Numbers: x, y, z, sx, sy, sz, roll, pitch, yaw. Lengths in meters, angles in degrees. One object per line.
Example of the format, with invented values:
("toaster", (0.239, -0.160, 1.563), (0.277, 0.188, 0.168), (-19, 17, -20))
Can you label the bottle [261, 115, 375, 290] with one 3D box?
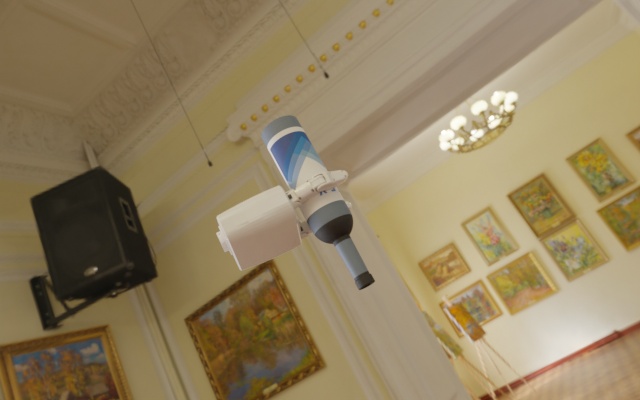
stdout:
("bottle", (0.000, 0.002, 0.742), (0.069, 0.295, 0.069), (-26, -19, -10))
